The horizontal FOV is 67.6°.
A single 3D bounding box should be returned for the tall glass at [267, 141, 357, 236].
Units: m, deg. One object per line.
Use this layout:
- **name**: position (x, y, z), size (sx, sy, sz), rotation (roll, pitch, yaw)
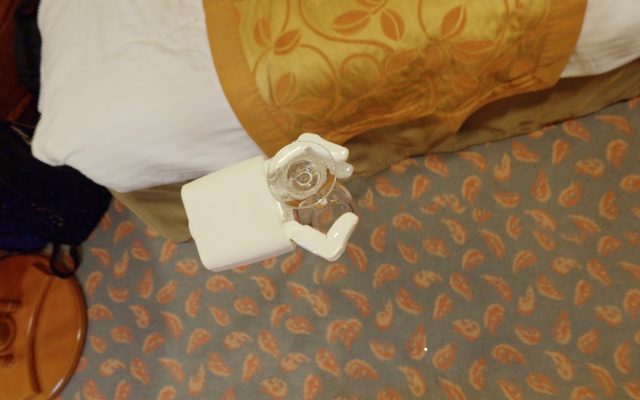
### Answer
- **tall glass**: position (0.000, 0.002, 0.580), size (0.079, 0.079, 0.201), rotation (0, -17, 12)
